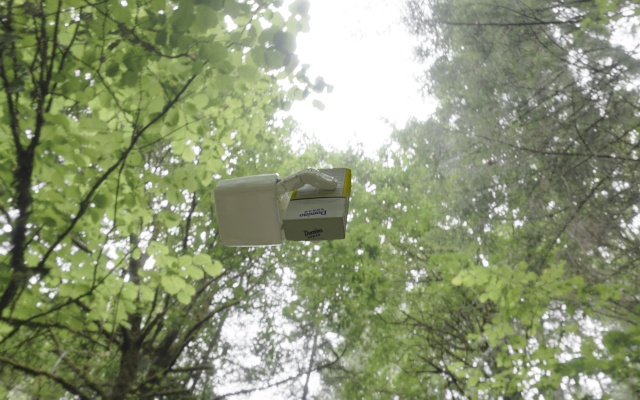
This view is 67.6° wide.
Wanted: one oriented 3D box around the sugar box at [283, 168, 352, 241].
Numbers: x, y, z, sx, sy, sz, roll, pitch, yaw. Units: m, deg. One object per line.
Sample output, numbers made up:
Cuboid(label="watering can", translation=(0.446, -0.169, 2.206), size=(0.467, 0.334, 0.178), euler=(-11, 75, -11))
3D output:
Cuboid(label="sugar box", translation=(0.000, 0.003, 0.781), size=(0.093, 0.048, 0.176), euler=(-3, 30, 10))
